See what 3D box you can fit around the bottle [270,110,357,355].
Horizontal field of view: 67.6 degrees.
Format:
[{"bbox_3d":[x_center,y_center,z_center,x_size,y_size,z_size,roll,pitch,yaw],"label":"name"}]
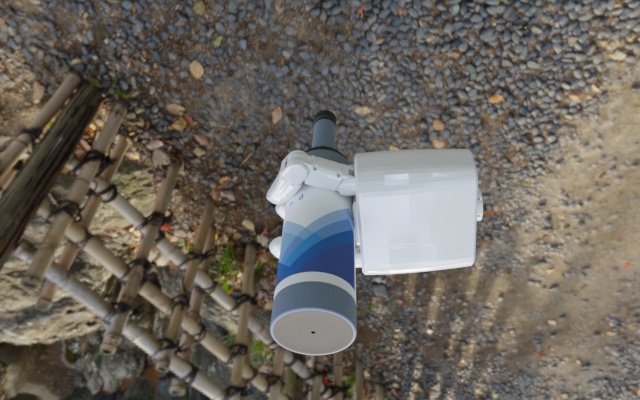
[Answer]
[{"bbox_3d":[0.000,0.002,0.471,0.069,0.069,0.295,0,43,3],"label":"bottle"}]
